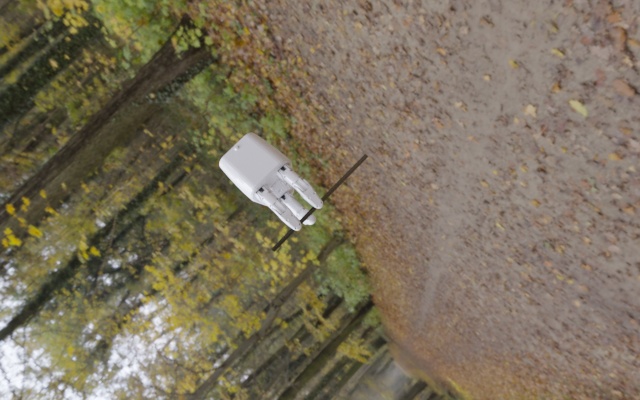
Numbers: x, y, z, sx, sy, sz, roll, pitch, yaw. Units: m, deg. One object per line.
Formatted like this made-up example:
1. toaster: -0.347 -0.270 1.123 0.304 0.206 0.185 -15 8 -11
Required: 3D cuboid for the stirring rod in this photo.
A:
1. stirring rod: 0.000 0.003 0.852 0.011 0.239 0.011 43 -8 8
